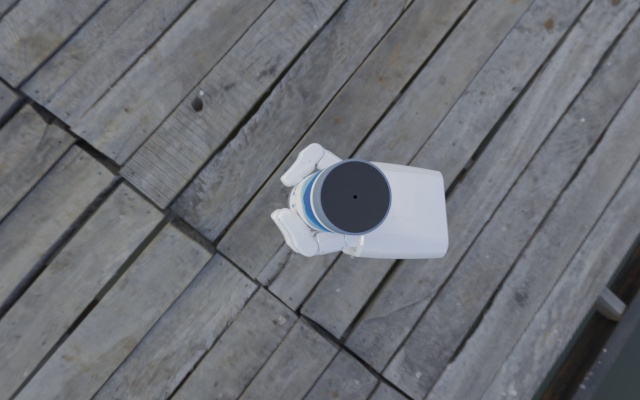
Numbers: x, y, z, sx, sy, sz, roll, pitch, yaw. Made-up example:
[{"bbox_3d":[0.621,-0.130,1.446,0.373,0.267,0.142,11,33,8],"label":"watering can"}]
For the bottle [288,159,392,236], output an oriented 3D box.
[{"bbox_3d":[0.000,0.002,0.552,0.069,0.069,0.296,0,-2,-12],"label":"bottle"}]
